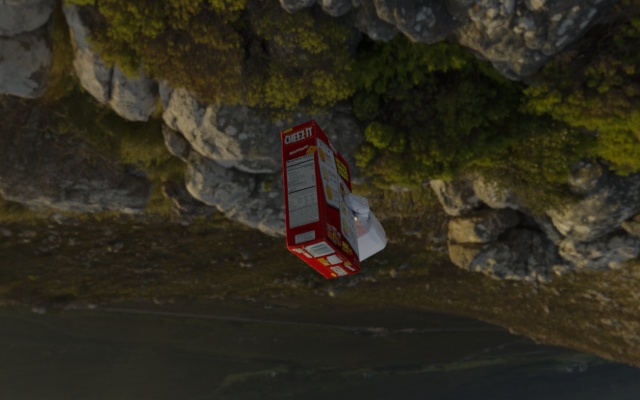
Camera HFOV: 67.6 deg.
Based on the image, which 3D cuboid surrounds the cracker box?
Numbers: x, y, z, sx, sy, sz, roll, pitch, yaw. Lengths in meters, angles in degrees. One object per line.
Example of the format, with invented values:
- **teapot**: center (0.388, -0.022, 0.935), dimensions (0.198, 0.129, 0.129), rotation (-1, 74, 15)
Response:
- **cracker box**: center (0.000, 0.003, 0.793), dimensions (0.072, 0.213, 0.164), rotation (-15, -30, 18)
